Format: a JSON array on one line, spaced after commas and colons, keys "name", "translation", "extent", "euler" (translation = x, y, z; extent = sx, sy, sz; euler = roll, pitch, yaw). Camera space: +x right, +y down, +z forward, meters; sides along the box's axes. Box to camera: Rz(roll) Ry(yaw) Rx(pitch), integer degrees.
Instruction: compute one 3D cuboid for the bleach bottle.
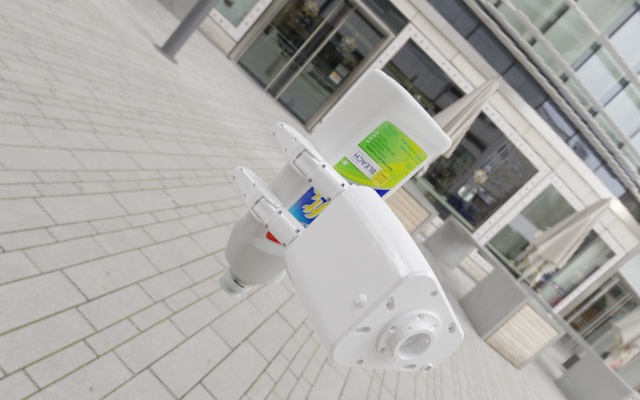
[{"name": "bleach bottle", "translation": [0.000, 0.001, 0.457], "extent": [0.103, 0.251, 0.068], "euler": [35, 14, -36]}]
